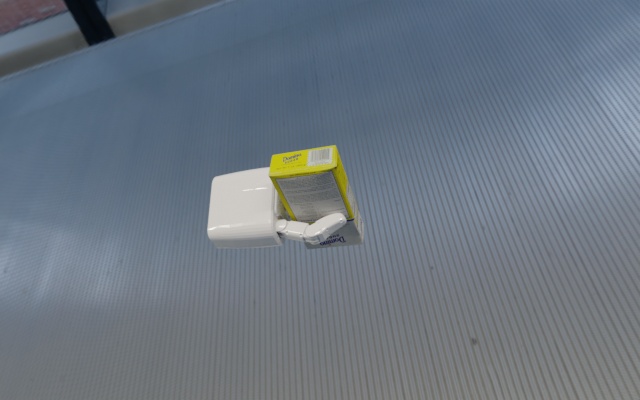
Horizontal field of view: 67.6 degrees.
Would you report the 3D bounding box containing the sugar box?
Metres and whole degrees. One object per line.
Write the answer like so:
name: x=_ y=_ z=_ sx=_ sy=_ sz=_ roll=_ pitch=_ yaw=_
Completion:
sugar box: x=0.000 y=0.002 z=0.688 sx=0.093 sy=0.048 sz=0.176 roll=-6 pitch=-39 yaw=14
